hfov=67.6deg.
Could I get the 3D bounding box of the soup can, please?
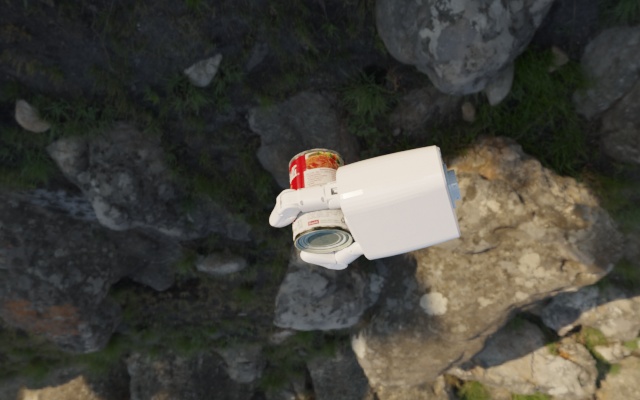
[{"bbox_3d":[0.000,0.002,0.548,0.068,0.102,0.068,-4,-29,-2],"label":"soup can"}]
